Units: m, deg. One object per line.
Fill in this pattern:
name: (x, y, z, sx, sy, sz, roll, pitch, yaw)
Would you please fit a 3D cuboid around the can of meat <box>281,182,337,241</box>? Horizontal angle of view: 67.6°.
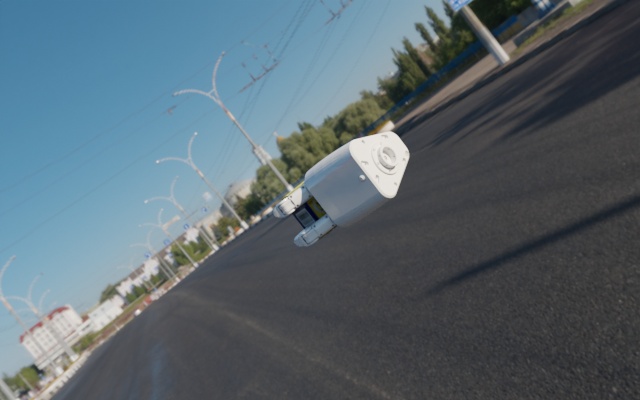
can of meat: (0.000, 0.002, 0.754, 0.102, 0.084, 0.057, -41, 5, -39)
